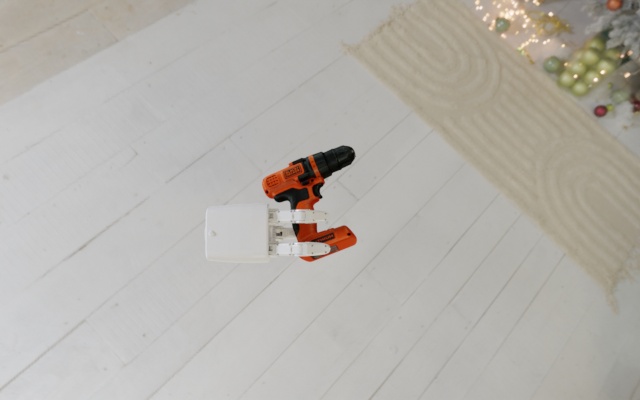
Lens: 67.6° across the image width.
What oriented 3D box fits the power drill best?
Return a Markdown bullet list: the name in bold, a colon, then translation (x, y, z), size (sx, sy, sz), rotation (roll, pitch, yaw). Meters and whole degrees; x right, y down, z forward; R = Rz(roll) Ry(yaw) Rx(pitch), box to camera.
- **power drill**: translation (0.000, 0.003, 0.863), size (0.184, 0.187, 0.057), rotation (-23, -26, 7)
